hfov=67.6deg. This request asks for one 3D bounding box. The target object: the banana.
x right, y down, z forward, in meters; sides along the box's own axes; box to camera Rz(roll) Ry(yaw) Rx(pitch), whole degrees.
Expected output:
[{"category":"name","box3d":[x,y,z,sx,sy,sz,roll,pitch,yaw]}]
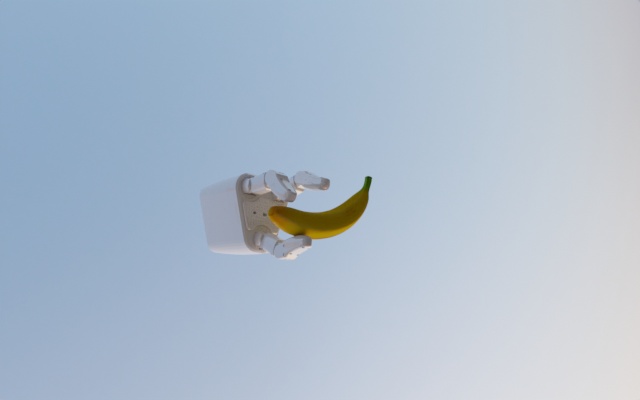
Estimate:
[{"category":"banana","box3d":[0.007,0.019,0.665,0.037,0.069,0.198,-6,10,46]}]
